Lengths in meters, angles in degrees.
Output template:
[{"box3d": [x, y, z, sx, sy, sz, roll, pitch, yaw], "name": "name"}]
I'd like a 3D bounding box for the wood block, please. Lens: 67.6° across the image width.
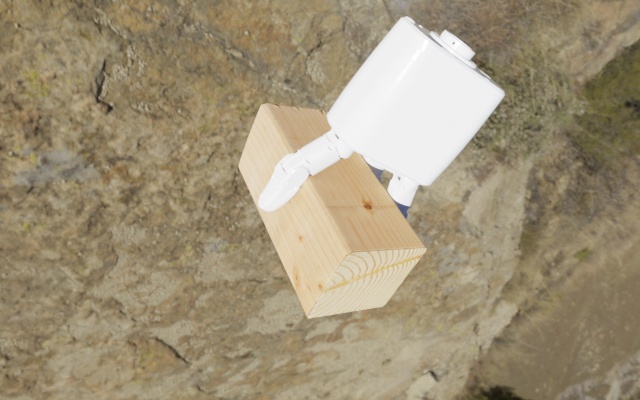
[{"box3d": [0.000, 0.001, 0.479, 0.091, 0.090, 0.206, 0, 43, -34], "name": "wood block"}]
